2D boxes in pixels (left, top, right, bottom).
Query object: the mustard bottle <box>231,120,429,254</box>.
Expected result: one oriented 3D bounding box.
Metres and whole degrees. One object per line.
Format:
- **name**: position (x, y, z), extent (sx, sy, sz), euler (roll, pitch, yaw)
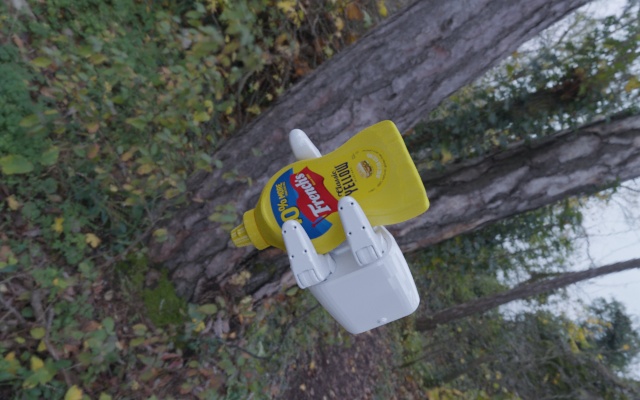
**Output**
- **mustard bottle**: position (0.000, 0.001, 0.467), extent (0.191, 0.096, 0.058), euler (-24, -24, 10)
